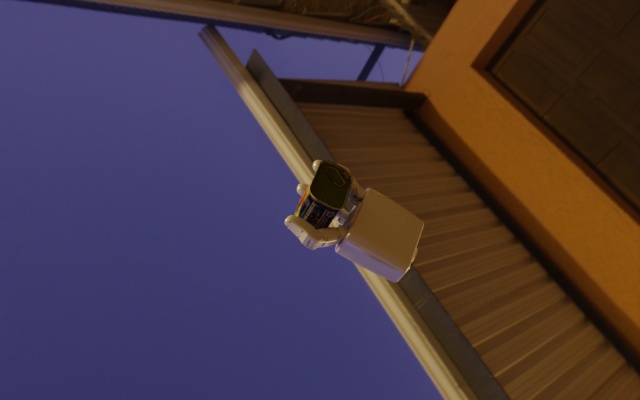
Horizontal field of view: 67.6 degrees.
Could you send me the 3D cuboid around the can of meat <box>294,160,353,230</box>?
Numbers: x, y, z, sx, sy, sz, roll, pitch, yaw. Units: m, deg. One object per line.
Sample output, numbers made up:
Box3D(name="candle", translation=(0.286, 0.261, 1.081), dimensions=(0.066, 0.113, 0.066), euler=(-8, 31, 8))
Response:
Box3D(name="can of meat", translation=(0.000, 0.003, 0.725), dimensions=(0.057, 0.084, 0.102), euler=(27, 38, -6))
